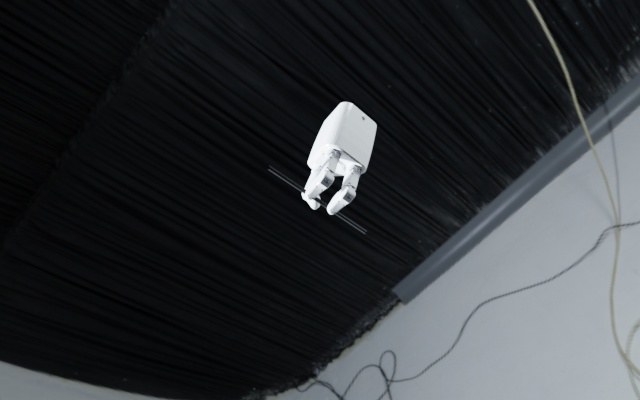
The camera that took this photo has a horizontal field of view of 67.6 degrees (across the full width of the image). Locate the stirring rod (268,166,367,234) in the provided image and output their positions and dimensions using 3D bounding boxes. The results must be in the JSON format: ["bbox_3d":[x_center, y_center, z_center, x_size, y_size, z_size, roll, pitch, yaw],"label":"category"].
[{"bbox_3d":[0.000,0.003,0.866,0.239,0.011,0.011,34,-18,-29],"label":"stirring rod"}]
